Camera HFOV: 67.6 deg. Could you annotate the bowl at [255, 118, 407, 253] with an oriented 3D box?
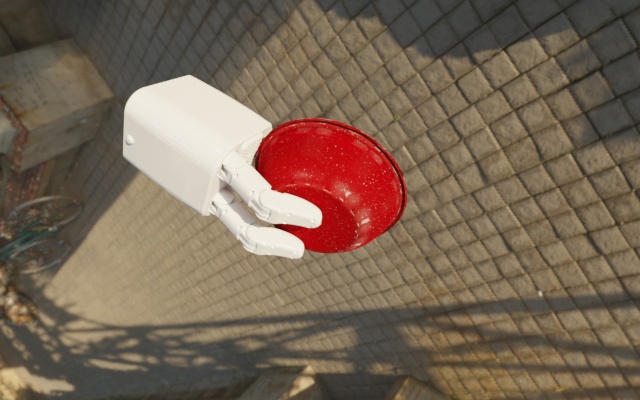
[{"bbox_3d":[0.001,0.002,0.469,0.162,0.162,0.055,0,42,24],"label":"bowl"}]
